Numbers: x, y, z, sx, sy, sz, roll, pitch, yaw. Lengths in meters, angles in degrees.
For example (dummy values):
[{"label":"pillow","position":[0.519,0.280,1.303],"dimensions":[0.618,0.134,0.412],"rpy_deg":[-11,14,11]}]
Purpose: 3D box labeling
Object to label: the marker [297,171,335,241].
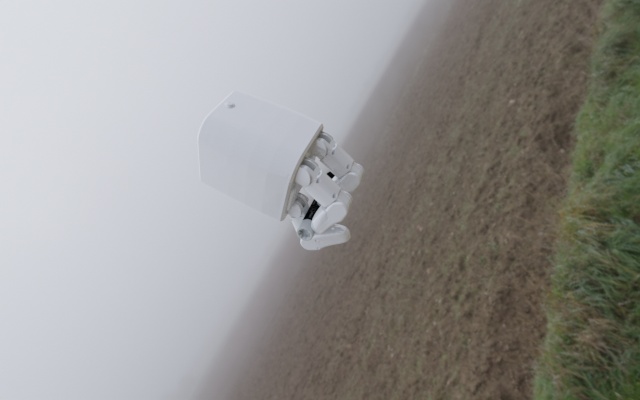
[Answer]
[{"label":"marker","position":[0.000,0.002,0.559],"dimensions":[0.020,0.020,0.121],"rpy_deg":[0,35,21]}]
